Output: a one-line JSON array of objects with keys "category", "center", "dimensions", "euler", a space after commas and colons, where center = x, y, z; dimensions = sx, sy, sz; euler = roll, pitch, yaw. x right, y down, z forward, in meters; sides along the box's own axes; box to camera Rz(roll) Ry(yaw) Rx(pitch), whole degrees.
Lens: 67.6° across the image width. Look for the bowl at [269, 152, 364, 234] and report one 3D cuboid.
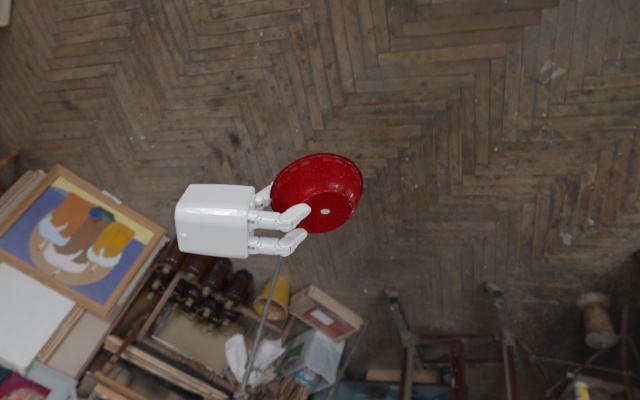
[{"category": "bowl", "center": [0.002, 0.002, 0.780], "dimensions": [0.162, 0.162, 0.055], "euler": [0, 40, -17]}]
